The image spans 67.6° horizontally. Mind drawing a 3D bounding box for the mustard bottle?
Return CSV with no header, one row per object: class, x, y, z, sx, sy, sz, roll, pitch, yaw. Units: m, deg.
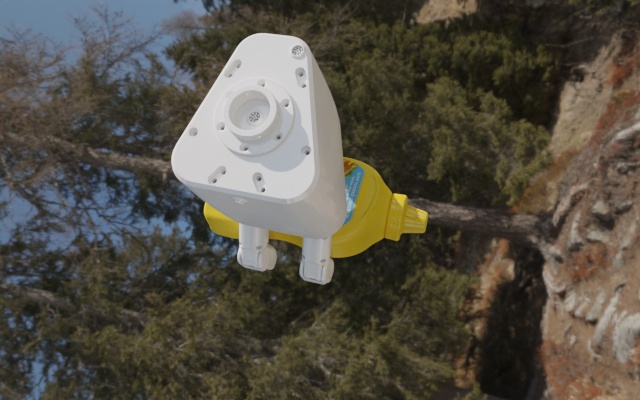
mustard bottle,0.000,0.002,0.433,0.191,0.096,0.058,11,-35,12
